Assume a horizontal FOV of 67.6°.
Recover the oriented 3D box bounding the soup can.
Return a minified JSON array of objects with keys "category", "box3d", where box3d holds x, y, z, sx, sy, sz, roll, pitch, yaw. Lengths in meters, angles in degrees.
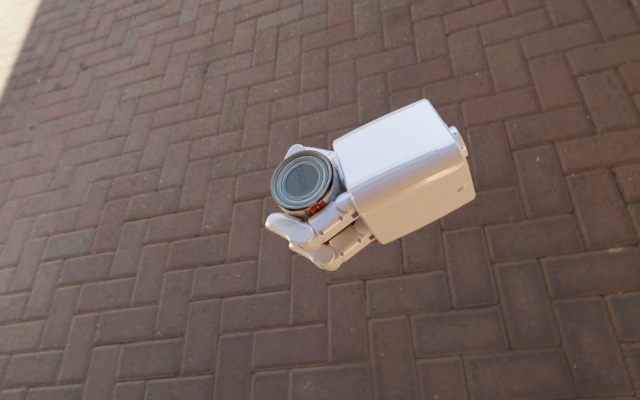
[{"category":"soup can","box3d":[-0.001,0.002,0.496,0.068,0.068,0.102,0,-26,25]}]
